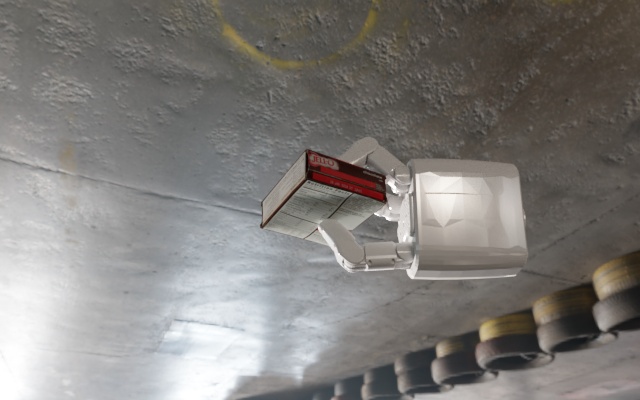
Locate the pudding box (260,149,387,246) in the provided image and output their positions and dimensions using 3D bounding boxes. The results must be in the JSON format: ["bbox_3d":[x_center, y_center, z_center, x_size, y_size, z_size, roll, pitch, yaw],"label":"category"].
[{"bbox_3d":[0.000,0.002,0.487,0.090,0.039,0.113,17,-37,-23],"label":"pudding box"}]
